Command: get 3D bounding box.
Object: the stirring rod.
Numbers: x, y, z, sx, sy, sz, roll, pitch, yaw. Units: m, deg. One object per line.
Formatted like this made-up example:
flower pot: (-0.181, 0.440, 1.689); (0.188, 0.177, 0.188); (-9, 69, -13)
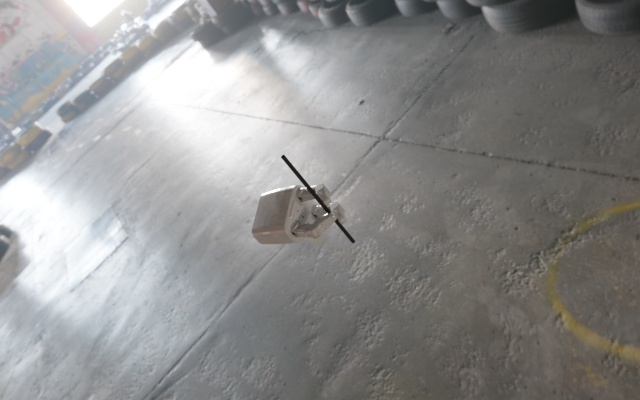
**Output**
stirring rod: (0.000, 0.003, 0.887); (0.011, 0.011, 0.240); (0, -41, 46)
